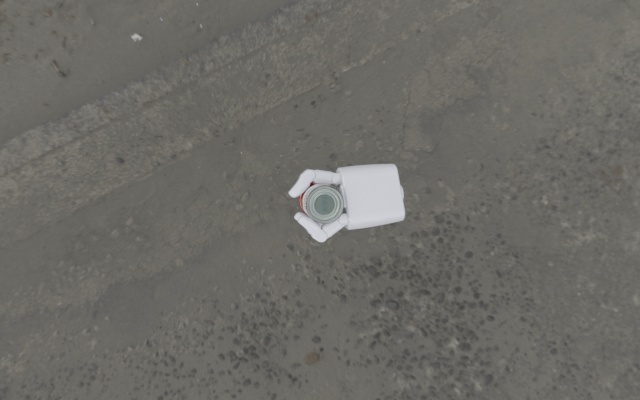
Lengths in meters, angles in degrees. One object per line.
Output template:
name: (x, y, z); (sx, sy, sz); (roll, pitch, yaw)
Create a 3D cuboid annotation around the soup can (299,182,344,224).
soup can: (0.000, 0.003, 0.859); (0.068, 0.068, 0.102); (0, 6, -9)
